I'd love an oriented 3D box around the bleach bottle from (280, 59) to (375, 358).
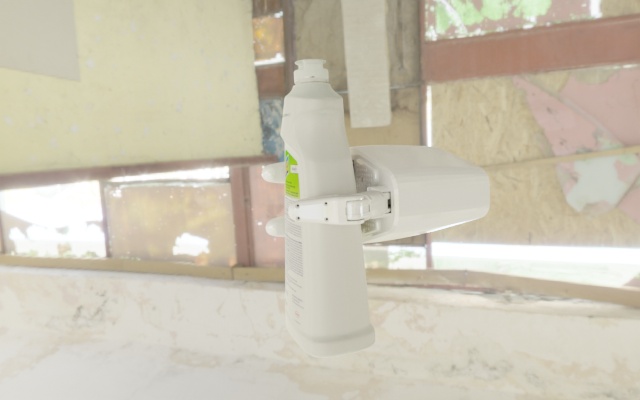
[{"bbox_3d":[0.000,0.001,0.431,0.068,0.251,0.102,-5,7,-21],"label":"bleach bottle"}]
